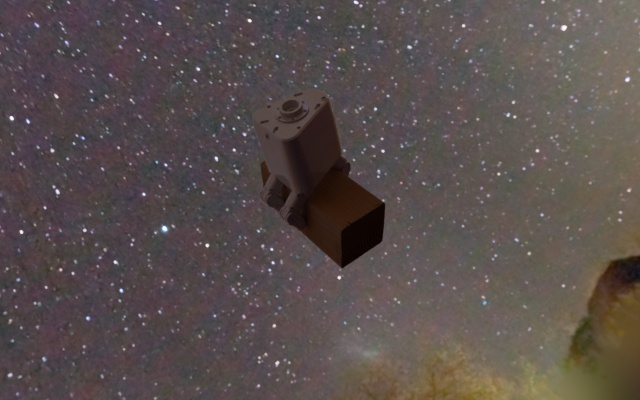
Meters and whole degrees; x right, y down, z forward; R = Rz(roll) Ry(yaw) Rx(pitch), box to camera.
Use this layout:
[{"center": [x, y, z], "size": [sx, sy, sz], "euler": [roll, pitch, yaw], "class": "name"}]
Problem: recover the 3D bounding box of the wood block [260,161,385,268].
[{"center": [0.000, 0.002, 0.781], "size": [0.091, 0.090, 0.206], "euler": [-30, 49, -26], "class": "wood block"}]
